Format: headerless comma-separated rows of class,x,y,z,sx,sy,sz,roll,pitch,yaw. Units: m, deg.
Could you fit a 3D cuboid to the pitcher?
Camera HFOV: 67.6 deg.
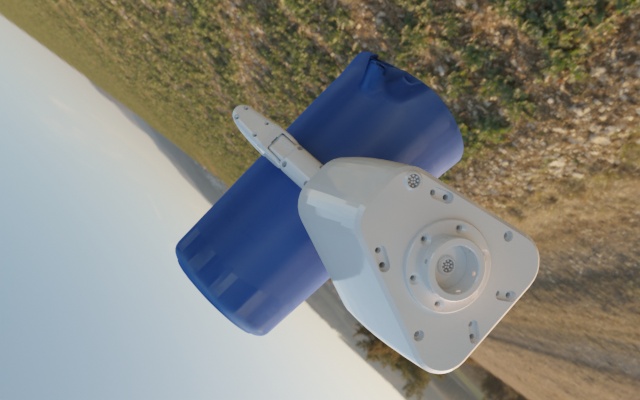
pitcher,0.000,0.001,0.428,0.243,0.149,0.145,-44,17,-8
